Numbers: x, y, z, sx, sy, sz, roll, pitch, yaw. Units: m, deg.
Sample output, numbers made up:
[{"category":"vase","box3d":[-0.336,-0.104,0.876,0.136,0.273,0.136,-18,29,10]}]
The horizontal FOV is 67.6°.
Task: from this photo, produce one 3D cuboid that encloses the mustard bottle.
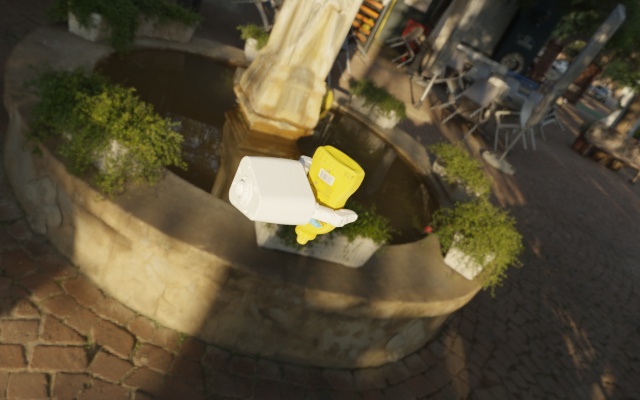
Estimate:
[{"category":"mustard bottle","box3d":[0.000,0.003,0.877,0.096,0.192,0.058,38,29,22]}]
